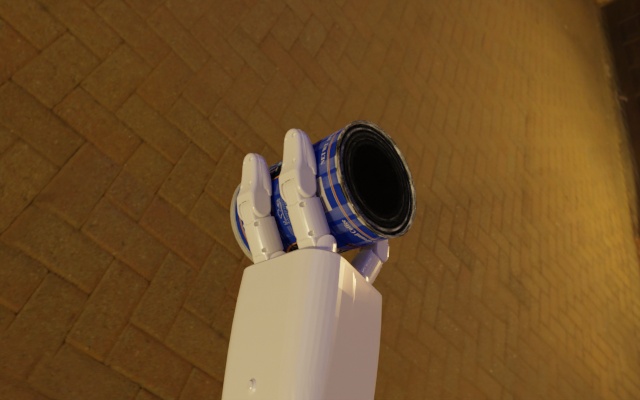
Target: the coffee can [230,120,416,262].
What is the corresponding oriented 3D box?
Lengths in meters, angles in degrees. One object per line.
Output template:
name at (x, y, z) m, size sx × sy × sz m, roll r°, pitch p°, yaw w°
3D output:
coffee can at (0.000, 0.001, 0.437) m, size 0.140 × 0.102 × 0.103 m, roll -23°, pitch -15°, yaw 40°
